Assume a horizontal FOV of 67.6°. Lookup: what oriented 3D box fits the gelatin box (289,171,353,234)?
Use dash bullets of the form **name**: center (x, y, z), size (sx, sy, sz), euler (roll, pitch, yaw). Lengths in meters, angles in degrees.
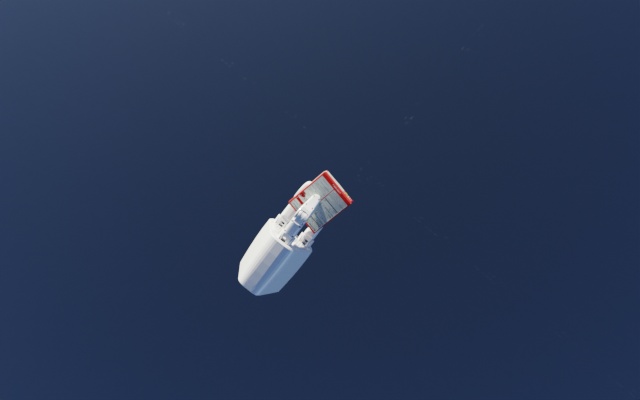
- **gelatin box**: center (0.000, 0.003, 0.839), size (0.089, 0.073, 0.030), euler (-40, 0, 13)
